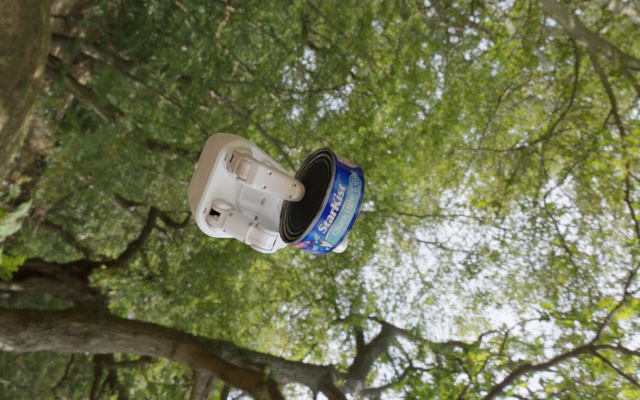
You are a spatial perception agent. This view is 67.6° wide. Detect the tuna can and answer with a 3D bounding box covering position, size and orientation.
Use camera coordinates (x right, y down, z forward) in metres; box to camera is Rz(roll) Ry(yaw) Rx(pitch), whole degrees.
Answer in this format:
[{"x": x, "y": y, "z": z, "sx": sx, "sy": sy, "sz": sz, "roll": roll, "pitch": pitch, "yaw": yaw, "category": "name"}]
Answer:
[{"x": 0.001, "y": 0.002, "z": 0.400, "sx": 0.034, "sy": 0.086, "sz": 0.086, "roll": 24, "pitch": -10, "yaw": -23, "category": "tuna can"}]
